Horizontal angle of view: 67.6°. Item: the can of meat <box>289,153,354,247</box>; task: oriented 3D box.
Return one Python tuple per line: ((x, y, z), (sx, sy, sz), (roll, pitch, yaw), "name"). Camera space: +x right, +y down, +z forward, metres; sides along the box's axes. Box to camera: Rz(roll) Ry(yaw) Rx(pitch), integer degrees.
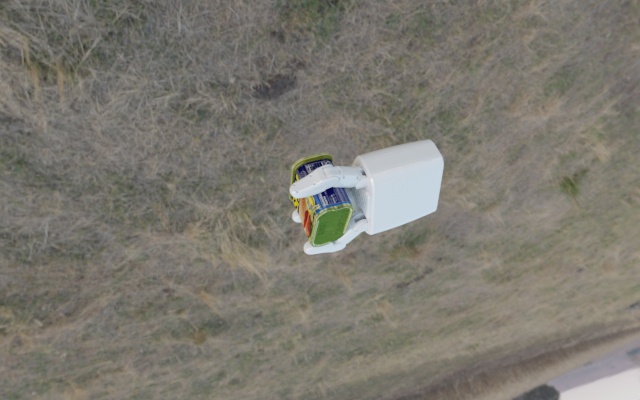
((0.000, 0.002, 0.634), (0.057, 0.084, 0.102), (-15, -29, -17), "can of meat")
